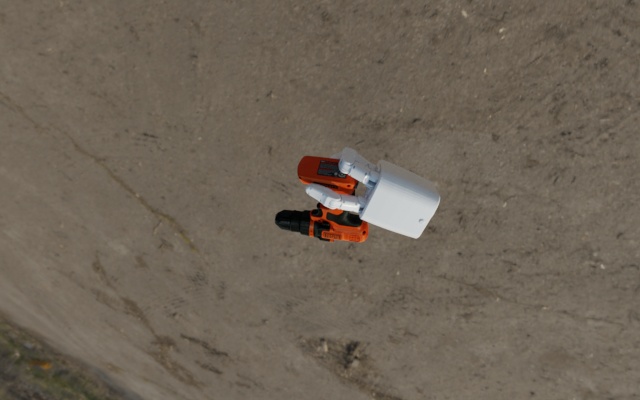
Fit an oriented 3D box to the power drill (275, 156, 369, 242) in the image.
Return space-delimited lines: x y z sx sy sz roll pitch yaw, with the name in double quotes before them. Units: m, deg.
"power drill" 0.000 0.003 0.875 0.184 0.057 0.188 7 -38 7
